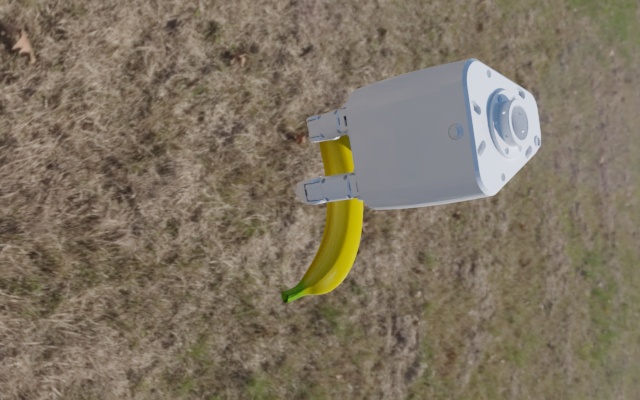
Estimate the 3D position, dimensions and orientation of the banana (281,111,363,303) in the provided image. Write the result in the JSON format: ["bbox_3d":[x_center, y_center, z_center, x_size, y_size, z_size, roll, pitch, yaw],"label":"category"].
[{"bbox_3d":[0.014,0.010,0.484,0.070,0.197,0.037,19,-14,-37],"label":"banana"}]
